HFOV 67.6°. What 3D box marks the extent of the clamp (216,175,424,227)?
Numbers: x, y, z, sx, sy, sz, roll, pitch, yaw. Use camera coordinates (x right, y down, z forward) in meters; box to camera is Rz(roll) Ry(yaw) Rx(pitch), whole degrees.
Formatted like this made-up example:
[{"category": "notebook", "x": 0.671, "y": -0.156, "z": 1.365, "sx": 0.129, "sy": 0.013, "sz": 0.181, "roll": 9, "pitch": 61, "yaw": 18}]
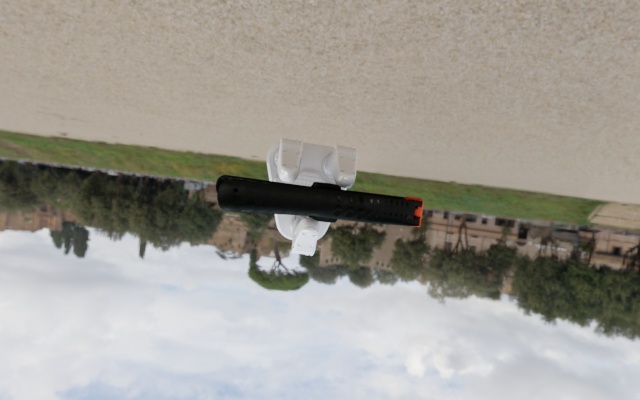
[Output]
[{"category": "clamp", "x": 0.000, "y": 0.002, "z": 0.446, "sx": 0.210, "sy": 0.036, "sz": 0.164, "roll": 7, "pitch": 4, "yaw": -6}]
